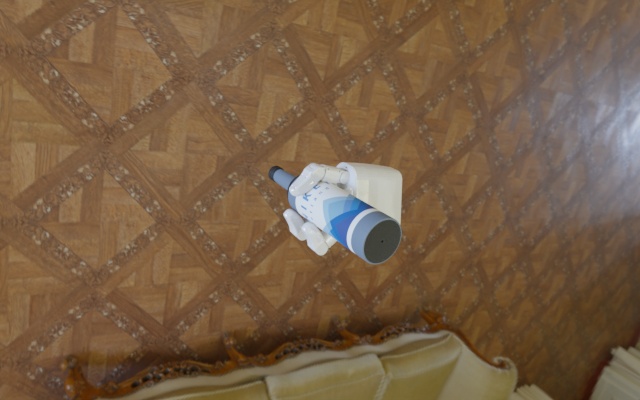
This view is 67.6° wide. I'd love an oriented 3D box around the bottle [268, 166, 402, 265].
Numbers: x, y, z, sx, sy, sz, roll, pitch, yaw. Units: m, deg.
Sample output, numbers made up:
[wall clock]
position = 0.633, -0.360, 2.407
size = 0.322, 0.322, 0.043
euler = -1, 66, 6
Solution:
[bottle]
position = 0.000, 0.002, 0.729
size = 0.069, 0.069, 0.295
euler = 0, 20, -36
